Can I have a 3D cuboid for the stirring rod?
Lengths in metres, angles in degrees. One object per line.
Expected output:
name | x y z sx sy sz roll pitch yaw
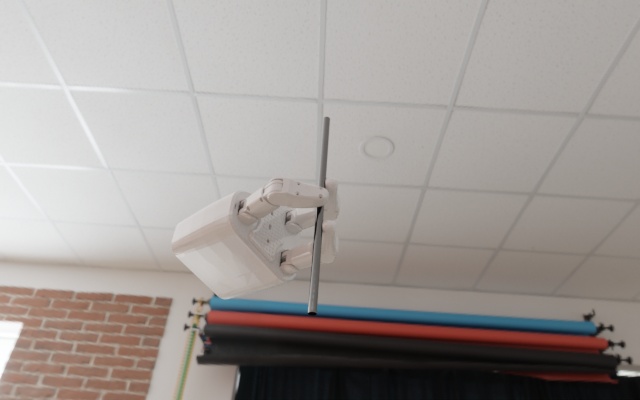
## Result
stirring rod | 0.000 0.002 0.484 0.011 0.239 0.011 3 -36 2
